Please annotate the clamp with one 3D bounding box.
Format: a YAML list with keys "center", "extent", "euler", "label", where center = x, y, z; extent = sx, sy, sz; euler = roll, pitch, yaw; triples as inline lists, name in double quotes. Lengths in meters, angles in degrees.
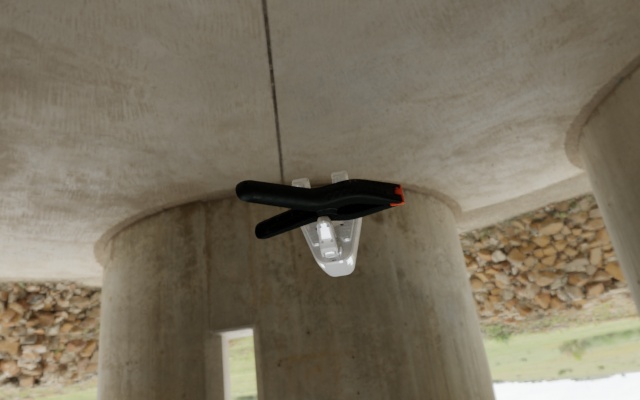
- center: [0.001, 0.003, 0.602]
  extent: [0.210, 0.036, 0.165]
  euler: [-10, -21, 5]
  label: "clamp"
